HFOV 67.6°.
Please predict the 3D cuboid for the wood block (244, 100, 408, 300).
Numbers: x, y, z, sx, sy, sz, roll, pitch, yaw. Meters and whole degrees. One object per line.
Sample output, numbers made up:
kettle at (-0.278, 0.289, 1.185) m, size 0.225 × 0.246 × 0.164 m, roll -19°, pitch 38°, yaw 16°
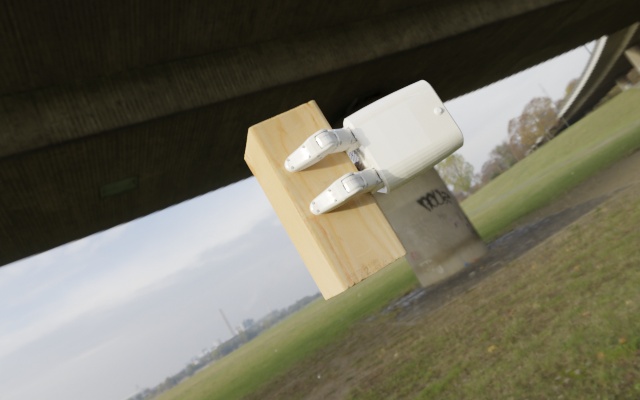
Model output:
wood block at (0.000, 0.002, 0.565) m, size 0.090 × 0.206 × 0.091 m, roll -27°, pitch -10°, yaw -18°
